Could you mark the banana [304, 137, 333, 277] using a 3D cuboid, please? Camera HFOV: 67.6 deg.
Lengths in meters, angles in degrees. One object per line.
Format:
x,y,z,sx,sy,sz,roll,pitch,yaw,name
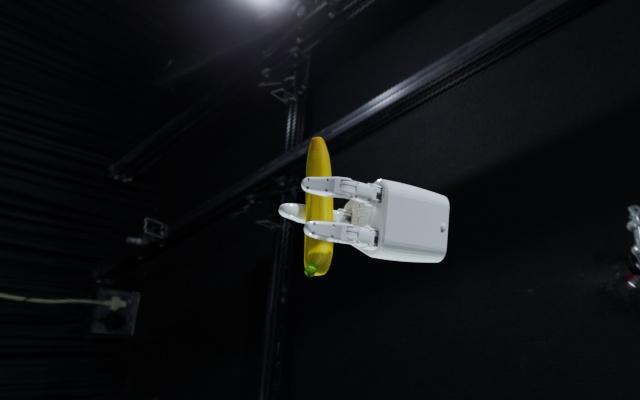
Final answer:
-0.001,0.014,0.606,0.037,0.197,0.070,2,-31,-3,banana
